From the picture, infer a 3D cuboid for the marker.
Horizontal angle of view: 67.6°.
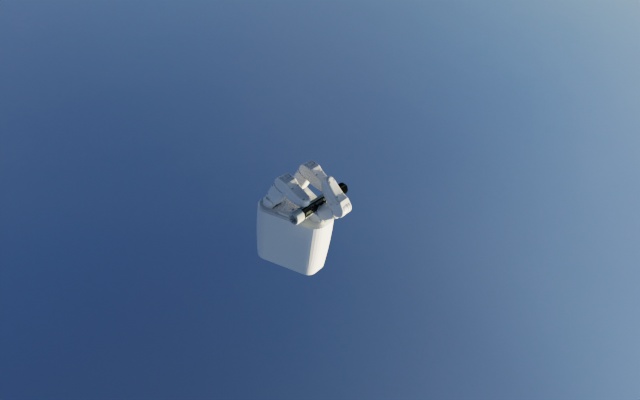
[{"bbox_3d":[0.000,0.002,0.706,0.020,0.020,0.121,0,23,44],"label":"marker"}]
